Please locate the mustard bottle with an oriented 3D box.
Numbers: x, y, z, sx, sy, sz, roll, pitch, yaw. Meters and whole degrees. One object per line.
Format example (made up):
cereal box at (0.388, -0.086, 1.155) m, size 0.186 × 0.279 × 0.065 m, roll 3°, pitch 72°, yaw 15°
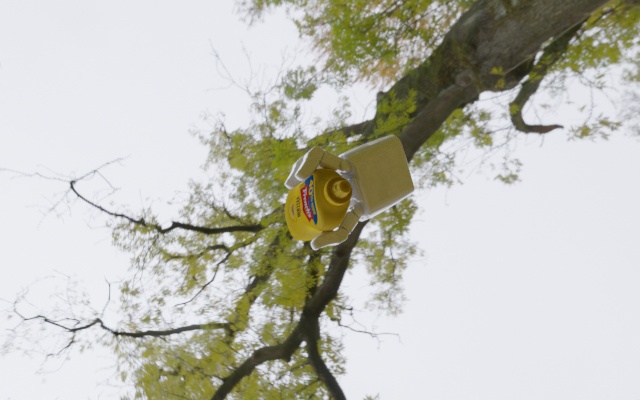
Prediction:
mustard bottle at (0.000, 0.003, 0.745) m, size 0.058 × 0.096 × 0.192 m, roll 1°, pitch -14°, yaw -23°
